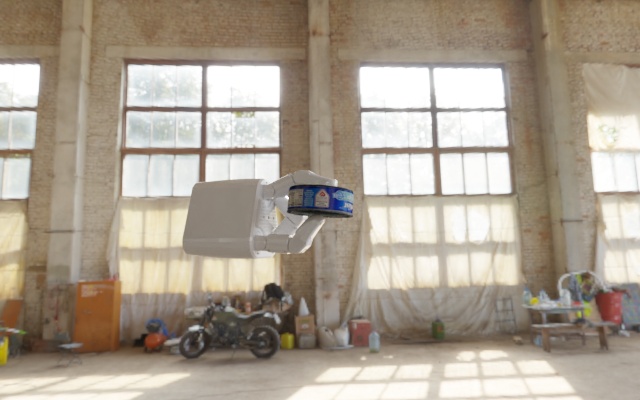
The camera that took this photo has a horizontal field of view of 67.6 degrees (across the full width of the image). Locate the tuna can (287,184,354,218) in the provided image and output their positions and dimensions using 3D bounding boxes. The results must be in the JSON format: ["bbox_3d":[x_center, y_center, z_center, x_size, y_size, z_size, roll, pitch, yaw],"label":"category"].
[{"bbox_3d":[0.000,0.001,0.617,0.086,0.033,0.086,4,-7,0],"label":"tuna can"}]
